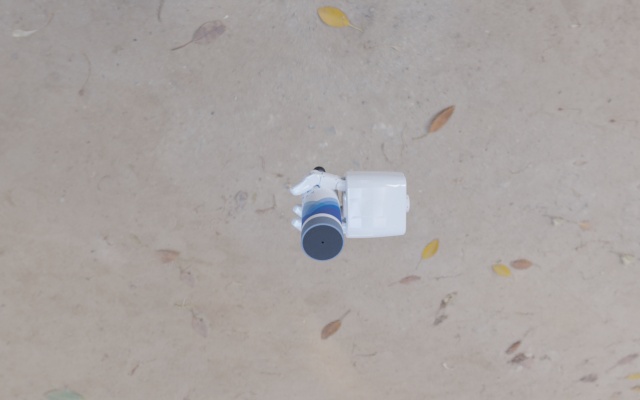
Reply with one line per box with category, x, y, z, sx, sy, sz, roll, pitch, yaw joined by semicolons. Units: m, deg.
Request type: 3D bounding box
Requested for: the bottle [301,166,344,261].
bottle;0.000;0.003;0.858;0.069;0.069;0.295;0;25;-1
